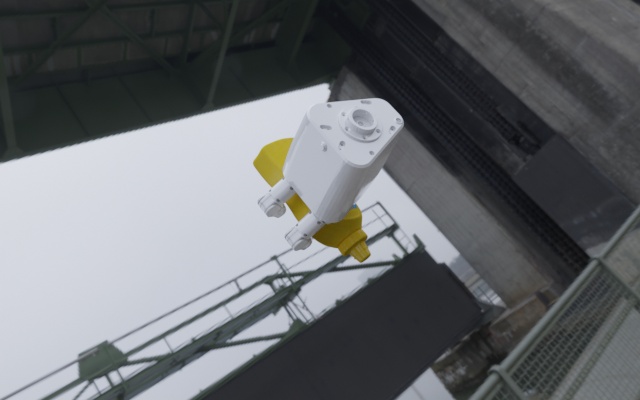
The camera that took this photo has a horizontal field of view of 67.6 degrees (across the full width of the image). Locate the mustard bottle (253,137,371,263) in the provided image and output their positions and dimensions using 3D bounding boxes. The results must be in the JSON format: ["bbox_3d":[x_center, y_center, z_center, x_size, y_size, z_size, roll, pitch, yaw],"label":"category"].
[{"bbox_3d":[0.000,0.002,0.628,0.096,0.191,0.058,-14,-30,-54],"label":"mustard bottle"}]
